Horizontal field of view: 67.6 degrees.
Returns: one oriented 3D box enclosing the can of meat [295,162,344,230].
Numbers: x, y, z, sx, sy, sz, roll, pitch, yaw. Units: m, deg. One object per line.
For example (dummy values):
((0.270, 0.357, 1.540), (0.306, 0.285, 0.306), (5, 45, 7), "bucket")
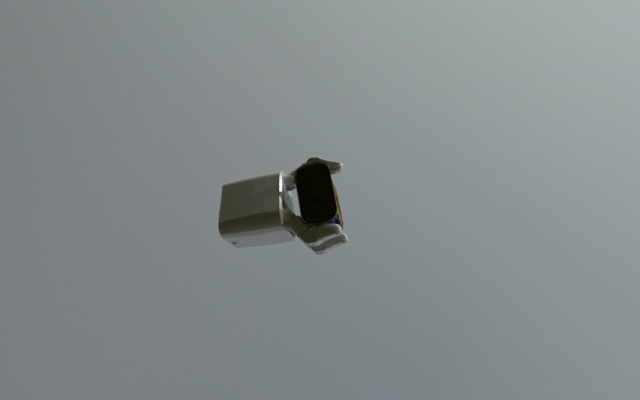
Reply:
((0.000, 0.003, 0.769), (0.057, 0.102, 0.084), (-13, -23, 7), "can of meat")
